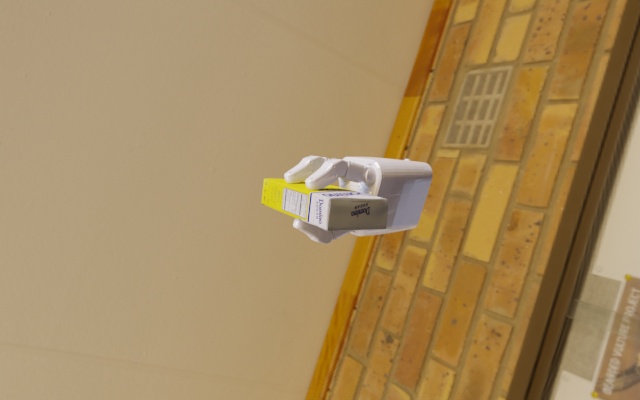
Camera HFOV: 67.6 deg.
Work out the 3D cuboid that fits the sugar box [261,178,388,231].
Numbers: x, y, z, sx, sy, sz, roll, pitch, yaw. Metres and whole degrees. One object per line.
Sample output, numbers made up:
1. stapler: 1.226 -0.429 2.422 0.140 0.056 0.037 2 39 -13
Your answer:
1. sugar box: 0.000 0.002 0.643 0.093 0.048 0.176 0 7 -34
